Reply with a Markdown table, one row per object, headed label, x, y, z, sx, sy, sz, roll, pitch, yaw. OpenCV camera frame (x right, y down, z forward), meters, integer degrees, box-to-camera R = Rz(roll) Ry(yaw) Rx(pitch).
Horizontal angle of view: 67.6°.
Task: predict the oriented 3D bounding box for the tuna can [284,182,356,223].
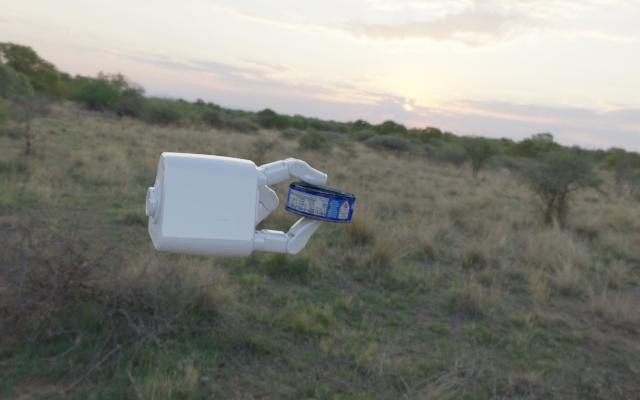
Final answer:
| label | x | y | z | sx | sy | sz | roll | pitch | yaw |
| --- | --- | --- | --- | --- | --- | --- | --- | --- | --- |
| tuna can | 0.000 | 0.001 | 0.595 | 0.086 | 0.034 | 0.086 | 12 | 6 | -1 |
